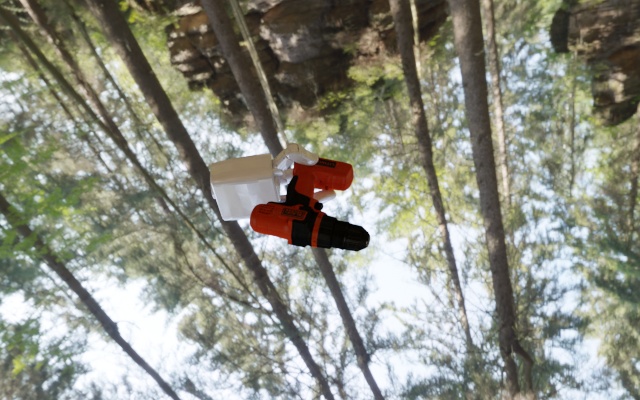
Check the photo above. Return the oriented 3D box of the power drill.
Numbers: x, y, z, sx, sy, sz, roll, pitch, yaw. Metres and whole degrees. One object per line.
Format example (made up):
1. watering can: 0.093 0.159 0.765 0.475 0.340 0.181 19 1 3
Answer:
1. power drill: 0.000 0.002 0.768 0.184 0.057 0.187 12 36 8
